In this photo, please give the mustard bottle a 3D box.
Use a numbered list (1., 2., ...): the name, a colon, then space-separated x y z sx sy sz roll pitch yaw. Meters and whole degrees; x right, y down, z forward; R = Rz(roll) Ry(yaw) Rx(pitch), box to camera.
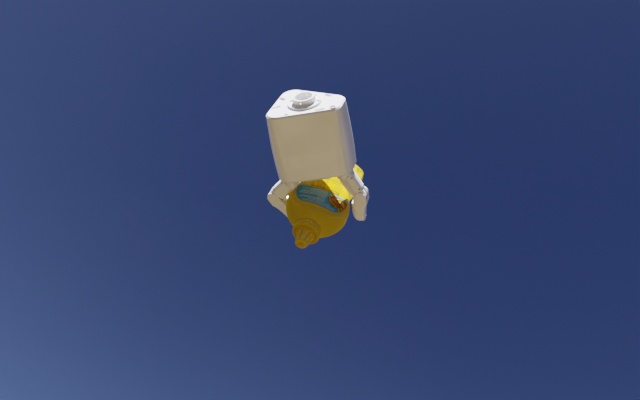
1. mustard bottle: 0.000 0.003 0.739 0.096 0.058 0.191 22 42 3
